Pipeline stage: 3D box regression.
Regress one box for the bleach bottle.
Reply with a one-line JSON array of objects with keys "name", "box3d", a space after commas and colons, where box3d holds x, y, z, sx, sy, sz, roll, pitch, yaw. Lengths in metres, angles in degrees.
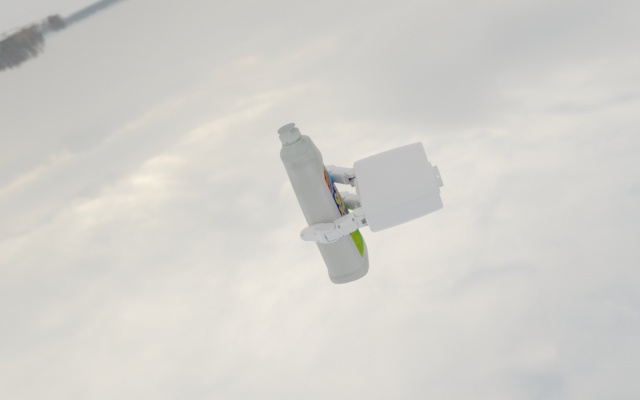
[{"name": "bleach bottle", "box3d": [0.000, 0.002, 0.717, 0.068, 0.251, 0.102, -19, 30, 13]}]
